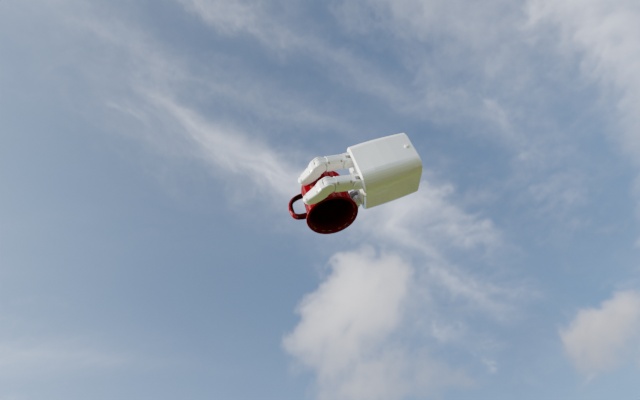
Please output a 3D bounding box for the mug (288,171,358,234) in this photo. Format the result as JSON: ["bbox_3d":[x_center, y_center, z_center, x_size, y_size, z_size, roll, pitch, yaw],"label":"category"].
[{"bbox_3d":[-0.001,0.003,0.853,0.117,0.081,0.093,-15,-44,-4],"label":"mug"}]
